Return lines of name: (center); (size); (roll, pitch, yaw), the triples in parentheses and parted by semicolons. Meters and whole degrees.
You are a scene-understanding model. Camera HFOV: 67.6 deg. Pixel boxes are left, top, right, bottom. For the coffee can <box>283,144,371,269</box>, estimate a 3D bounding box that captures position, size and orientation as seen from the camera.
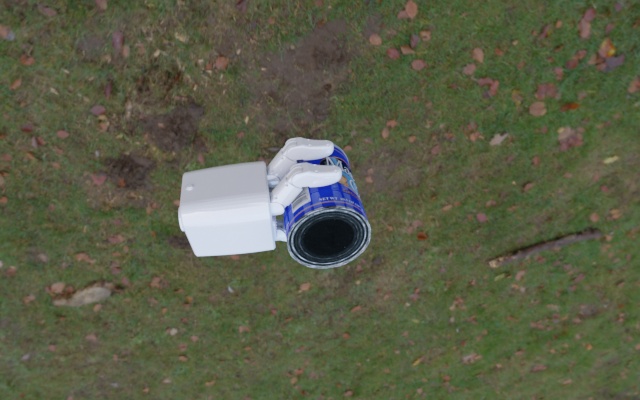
coffee can: (0.000, 0.002, 0.619); (0.103, 0.103, 0.140); (0, 40, -12)
